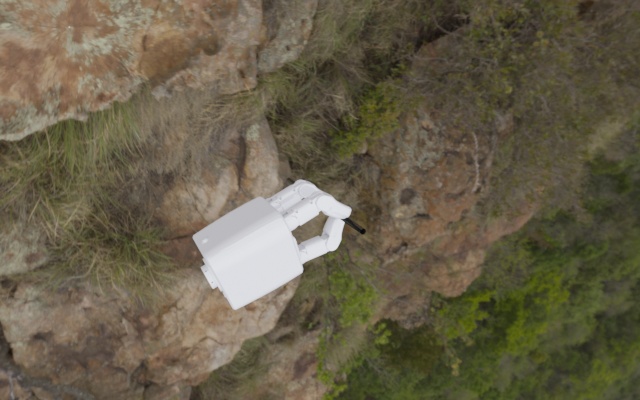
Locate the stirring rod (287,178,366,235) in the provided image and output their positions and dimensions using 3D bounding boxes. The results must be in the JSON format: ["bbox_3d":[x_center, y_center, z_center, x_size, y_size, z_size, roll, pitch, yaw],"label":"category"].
[{"bbox_3d":[0.000,0.002,0.698,0.011,0.011,0.239,0,18,-28],"label":"stirring rod"}]
